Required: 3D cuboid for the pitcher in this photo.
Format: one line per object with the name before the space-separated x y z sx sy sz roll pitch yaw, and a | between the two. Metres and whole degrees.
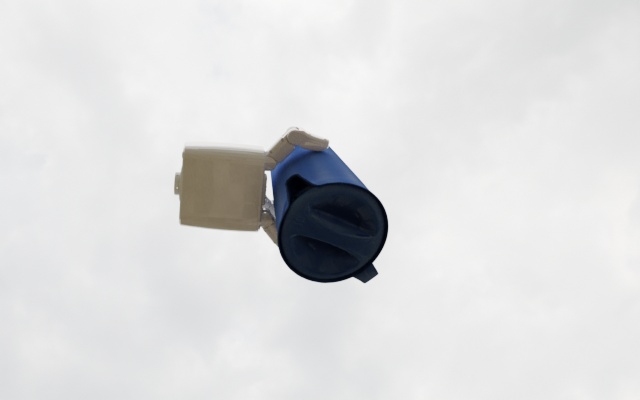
pitcher | 0.000 0.002 0.661 0.145 0.149 0.242 4 23 -13
